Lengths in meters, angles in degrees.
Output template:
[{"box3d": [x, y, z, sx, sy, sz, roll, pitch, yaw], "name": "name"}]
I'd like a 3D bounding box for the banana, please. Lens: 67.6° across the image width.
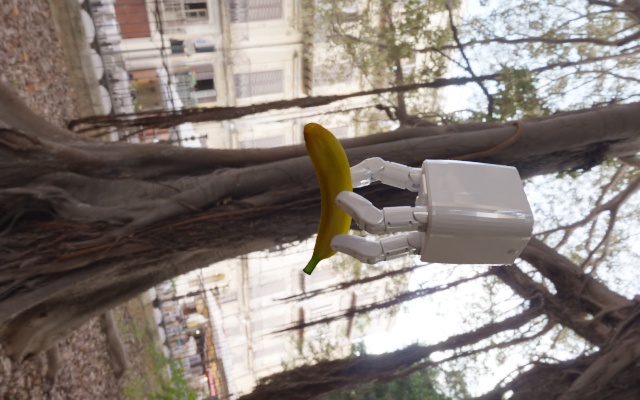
[{"box3d": [0.010, -0.004, 0.538, 0.037, 0.198, 0.069, 19, 37, 27], "name": "banana"}]
